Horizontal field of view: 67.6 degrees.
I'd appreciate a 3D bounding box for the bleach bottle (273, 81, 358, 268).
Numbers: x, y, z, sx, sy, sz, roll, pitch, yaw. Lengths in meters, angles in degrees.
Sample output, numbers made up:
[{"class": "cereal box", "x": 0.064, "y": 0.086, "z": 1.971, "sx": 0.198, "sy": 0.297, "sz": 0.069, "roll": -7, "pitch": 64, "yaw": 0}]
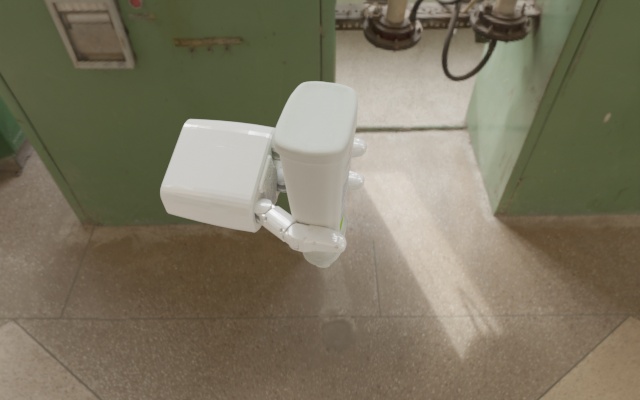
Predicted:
[{"class": "bleach bottle", "x": 0.000, "y": 0.002, "z": 0.518, "sx": 0.068, "sy": 0.102, "sz": 0.251, "roll": 9, "pitch": -39, "yaw": 9}]
